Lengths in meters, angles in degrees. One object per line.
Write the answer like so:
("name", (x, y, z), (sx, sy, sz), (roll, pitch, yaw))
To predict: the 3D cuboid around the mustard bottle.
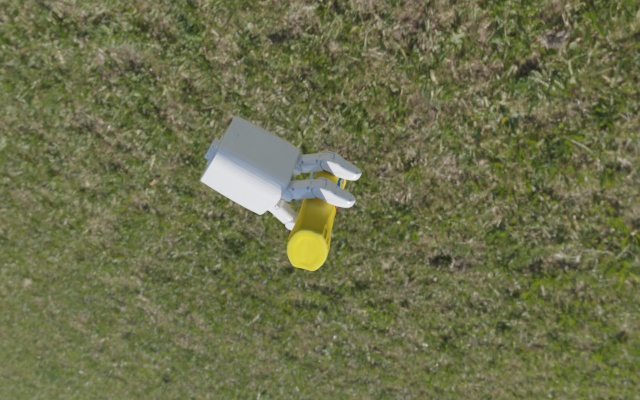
("mustard bottle", (0.000, 0.003, 0.712), (0.058, 0.191, 0.096), (13, -41, 4))
